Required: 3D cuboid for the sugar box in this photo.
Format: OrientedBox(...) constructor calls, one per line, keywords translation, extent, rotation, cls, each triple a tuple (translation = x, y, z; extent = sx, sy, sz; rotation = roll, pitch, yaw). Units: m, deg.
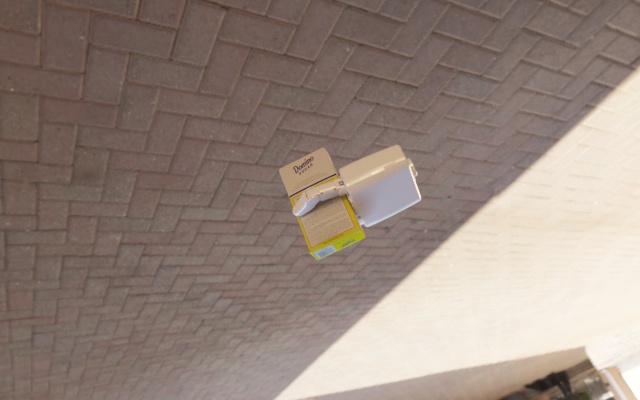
OrientedBox(translation=(0.000, 0.003, 0.816), extent=(0.093, 0.176, 0.048), rotation=(-25, -32, 6), cls="sugar box")
